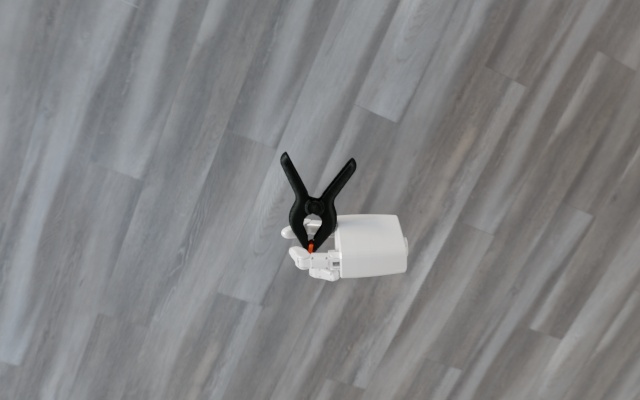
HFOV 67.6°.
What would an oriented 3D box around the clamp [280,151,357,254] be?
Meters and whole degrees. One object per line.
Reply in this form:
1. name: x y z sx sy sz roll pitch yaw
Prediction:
1. clamp: 0.000 0.003 0.773 0.120 0.171 0.039 -1 18 6
